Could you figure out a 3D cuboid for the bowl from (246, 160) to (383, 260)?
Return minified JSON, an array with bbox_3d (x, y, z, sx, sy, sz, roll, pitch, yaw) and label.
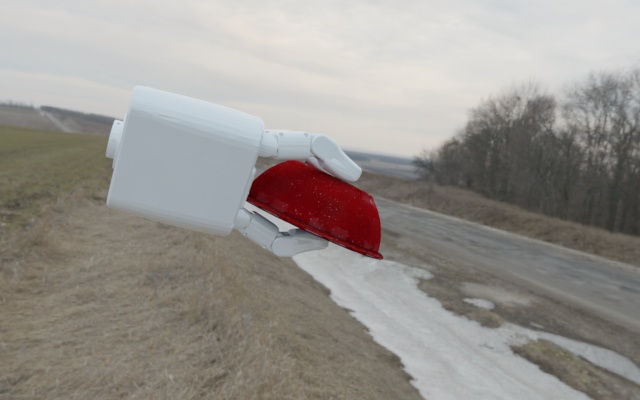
[{"bbox_3d":[0.001,0.002,0.484,0.162,0.055,0.162,25,1,0],"label":"bowl"}]
